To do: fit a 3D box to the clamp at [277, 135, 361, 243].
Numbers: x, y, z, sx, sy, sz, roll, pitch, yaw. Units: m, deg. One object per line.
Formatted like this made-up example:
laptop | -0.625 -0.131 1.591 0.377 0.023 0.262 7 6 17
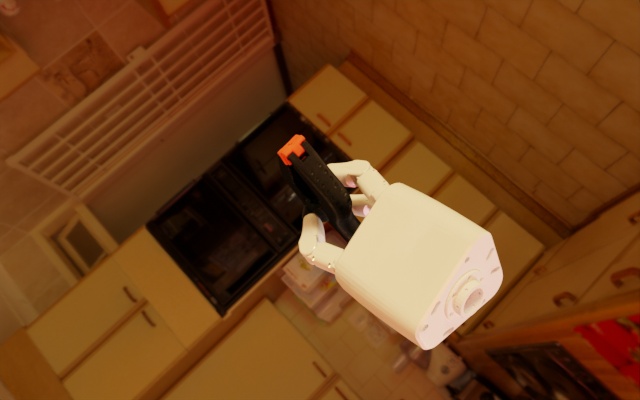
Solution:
clamp | -0.001 0.002 0.544 0.164 0.036 0.210 29 -19 44
